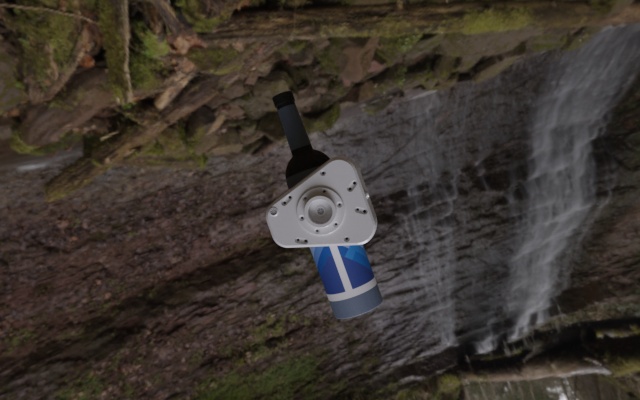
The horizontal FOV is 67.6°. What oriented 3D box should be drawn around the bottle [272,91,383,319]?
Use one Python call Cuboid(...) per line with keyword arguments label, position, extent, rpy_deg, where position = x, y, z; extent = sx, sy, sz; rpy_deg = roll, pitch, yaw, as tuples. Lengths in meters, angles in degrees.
Cuboid(label="bottle", position=(0.000, 0.002, 0.619), extent=(0.069, 0.295, 0.069), rpy_deg=(-20, 1, 0))
